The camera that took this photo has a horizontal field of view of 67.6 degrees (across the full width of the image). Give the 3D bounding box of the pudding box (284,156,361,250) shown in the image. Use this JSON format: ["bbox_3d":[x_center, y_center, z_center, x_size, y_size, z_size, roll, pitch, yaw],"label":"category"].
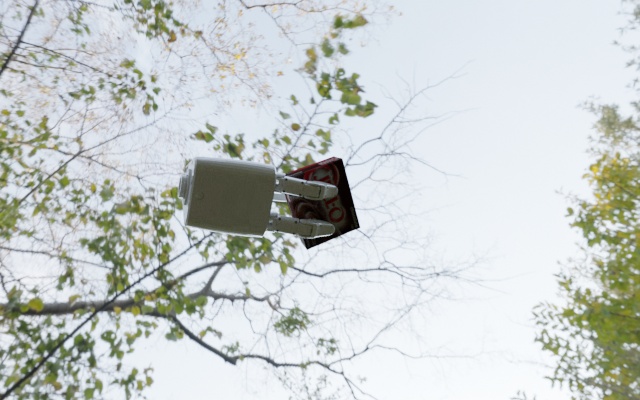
[{"bbox_3d":[0.000,0.002,0.693,0.090,0.113,0.039,-21,21,-15],"label":"pudding box"}]
